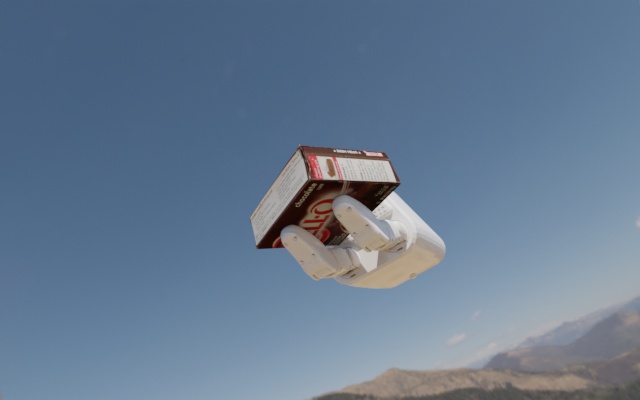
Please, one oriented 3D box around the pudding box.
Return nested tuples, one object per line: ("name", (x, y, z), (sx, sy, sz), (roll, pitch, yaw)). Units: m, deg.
("pudding box", (0.000, 0.001, 0.418), (0.090, 0.039, 0.113), (0, -35, -33))
